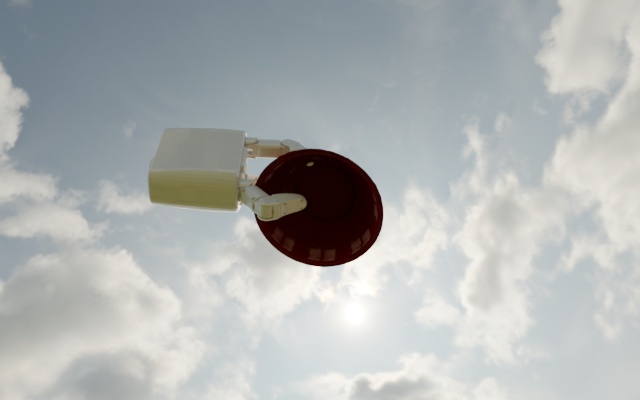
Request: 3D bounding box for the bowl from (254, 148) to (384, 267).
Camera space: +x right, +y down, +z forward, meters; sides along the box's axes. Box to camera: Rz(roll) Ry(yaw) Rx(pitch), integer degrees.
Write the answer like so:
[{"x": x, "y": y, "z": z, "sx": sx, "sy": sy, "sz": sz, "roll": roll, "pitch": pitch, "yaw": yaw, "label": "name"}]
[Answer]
[{"x": 0.001, "y": 0.002, "z": 0.598, "sx": 0.162, "sy": 0.162, "sz": 0.055, "roll": 0, "pitch": 27, "yaw": 13, "label": "bowl"}]
